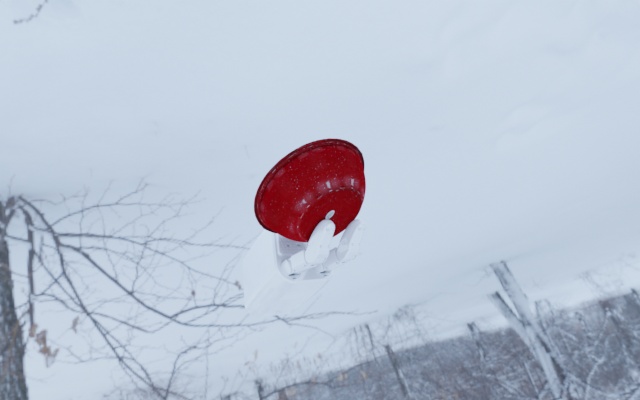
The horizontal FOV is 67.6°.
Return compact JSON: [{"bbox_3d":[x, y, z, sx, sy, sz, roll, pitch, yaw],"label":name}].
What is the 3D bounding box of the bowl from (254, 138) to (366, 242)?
[{"bbox_3d":[0.001,0.001,0.604,0.162,0.162,0.055,0,40,-39],"label":"bowl"}]
